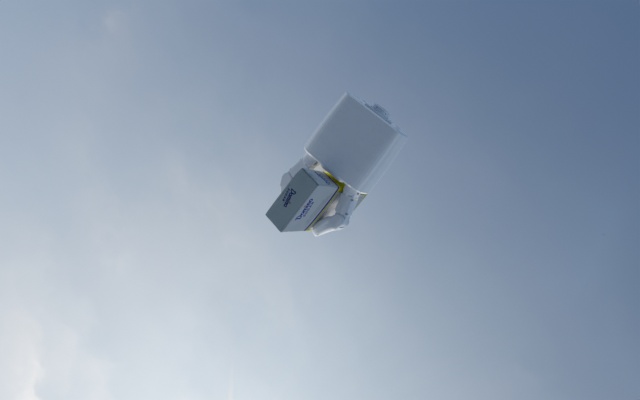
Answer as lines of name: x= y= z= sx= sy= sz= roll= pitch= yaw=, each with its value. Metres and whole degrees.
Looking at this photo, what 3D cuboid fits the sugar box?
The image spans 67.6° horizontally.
sugar box: x=0.000 y=0.002 z=0.741 sx=0.048 sy=0.093 sz=0.176 roll=47 pitch=18 yaw=25
